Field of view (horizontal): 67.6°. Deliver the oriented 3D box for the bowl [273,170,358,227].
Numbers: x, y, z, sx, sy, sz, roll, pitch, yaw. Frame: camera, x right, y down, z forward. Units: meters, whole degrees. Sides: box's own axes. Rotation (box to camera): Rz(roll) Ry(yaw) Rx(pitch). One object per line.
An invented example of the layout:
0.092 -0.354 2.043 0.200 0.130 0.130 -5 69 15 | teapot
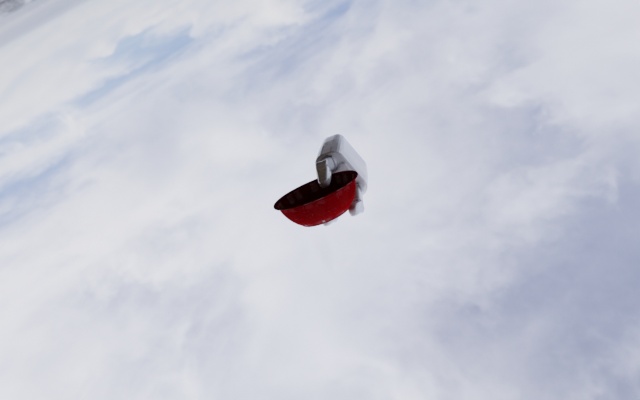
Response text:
0.000 0.004 0.853 0.162 0.055 0.162 -21 13 5 | bowl
